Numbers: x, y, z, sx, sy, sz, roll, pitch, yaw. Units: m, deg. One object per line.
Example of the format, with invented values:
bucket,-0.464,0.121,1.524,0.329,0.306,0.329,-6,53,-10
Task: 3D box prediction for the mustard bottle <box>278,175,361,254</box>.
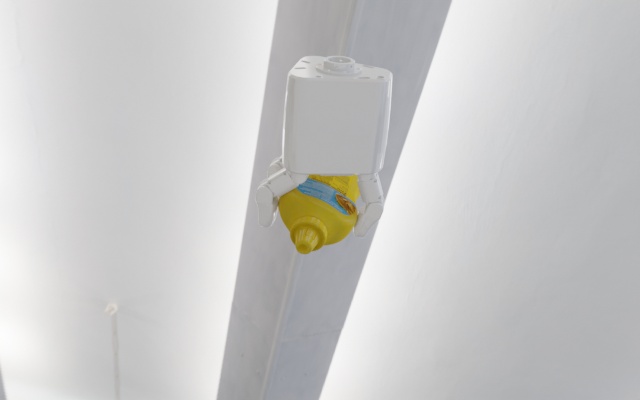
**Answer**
mustard bottle,0.000,0.002,0.587,0.096,0.058,0.191,28,32,-5
